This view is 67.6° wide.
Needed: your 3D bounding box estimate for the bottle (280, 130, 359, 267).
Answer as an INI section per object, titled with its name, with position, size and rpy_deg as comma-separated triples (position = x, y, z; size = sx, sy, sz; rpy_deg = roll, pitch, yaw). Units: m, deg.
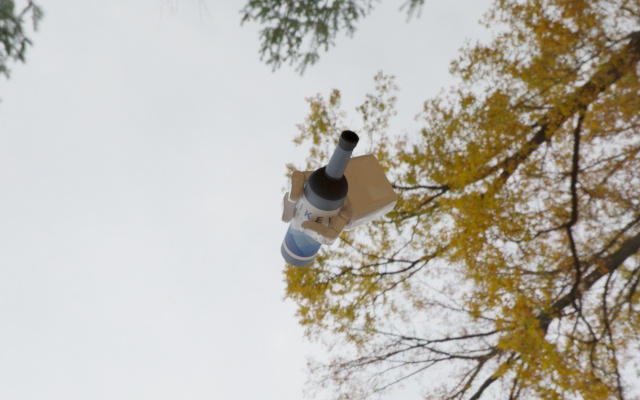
[bottle]
position = 0.000, 0.003, 0.777
size = 0.069, 0.069, 0.296
rpy_deg = 0, -39, -22
